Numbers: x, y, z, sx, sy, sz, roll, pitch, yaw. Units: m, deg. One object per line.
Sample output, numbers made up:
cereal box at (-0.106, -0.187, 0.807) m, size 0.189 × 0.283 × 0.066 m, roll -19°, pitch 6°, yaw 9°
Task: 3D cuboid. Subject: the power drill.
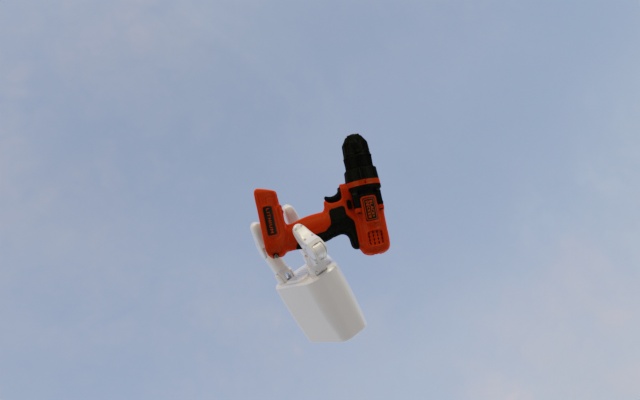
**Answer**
power drill at (0.000, 0.003, 0.707) m, size 0.187 × 0.184 × 0.057 m, roll -11°, pitch -8°, yaw -3°
